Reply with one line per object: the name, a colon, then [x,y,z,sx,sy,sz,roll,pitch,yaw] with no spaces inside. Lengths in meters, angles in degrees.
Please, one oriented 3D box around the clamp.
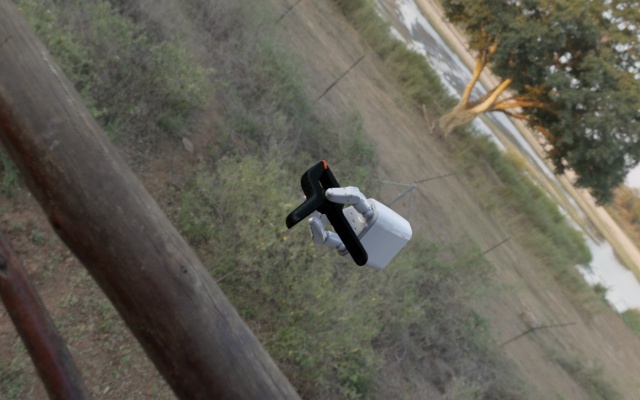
clamp: [0.001,0.002,0.812,0.164,0.209,0.036,27,-54,-35]
